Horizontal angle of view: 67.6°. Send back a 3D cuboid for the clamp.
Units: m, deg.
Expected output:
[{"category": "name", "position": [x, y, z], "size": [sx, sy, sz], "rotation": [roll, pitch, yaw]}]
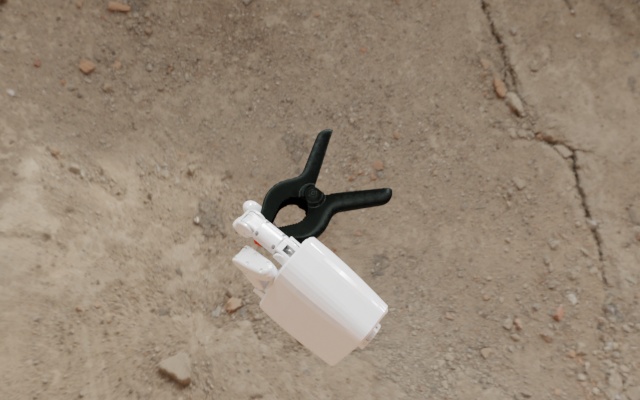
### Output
[{"category": "clamp", "position": [0.000, 0.002, 0.557], "size": [0.120, 0.171, 0.039], "rotation": [36, -22, 15]}]
